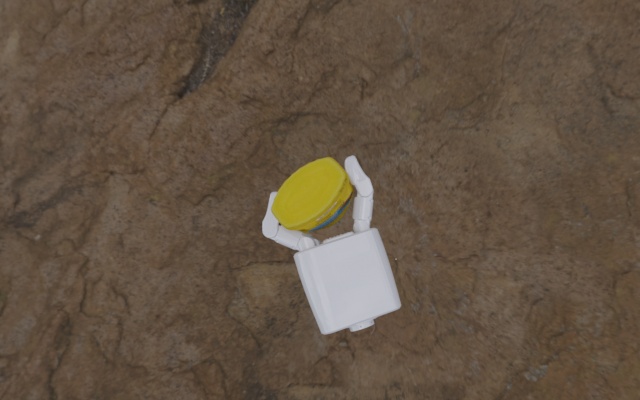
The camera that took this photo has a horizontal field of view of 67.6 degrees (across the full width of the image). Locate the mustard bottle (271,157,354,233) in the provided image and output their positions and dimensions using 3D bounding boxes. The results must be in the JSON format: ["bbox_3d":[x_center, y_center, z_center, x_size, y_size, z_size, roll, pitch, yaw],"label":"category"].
[{"bbox_3d":[0.000,0.002,0.630,0.096,0.058,0.191,-44,-11,2],"label":"mustard bottle"}]
